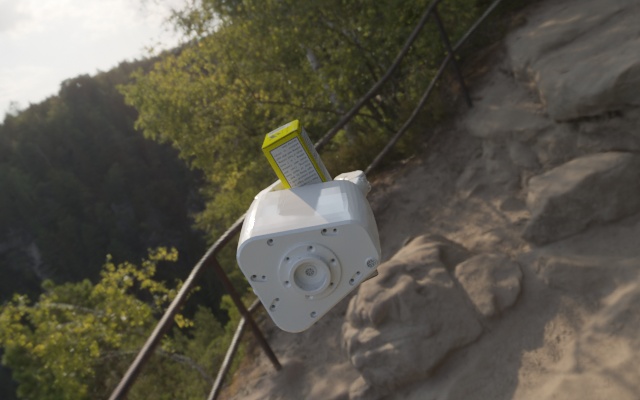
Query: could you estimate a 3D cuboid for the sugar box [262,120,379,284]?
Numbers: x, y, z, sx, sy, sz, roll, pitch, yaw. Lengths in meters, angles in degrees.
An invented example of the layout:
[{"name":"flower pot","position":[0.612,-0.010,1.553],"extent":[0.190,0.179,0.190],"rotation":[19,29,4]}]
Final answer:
[{"name":"sugar box","position":[0.000,0.002,0.519],"extent":[0.048,0.176,0.093],"rotation":[-26,16,5]}]
